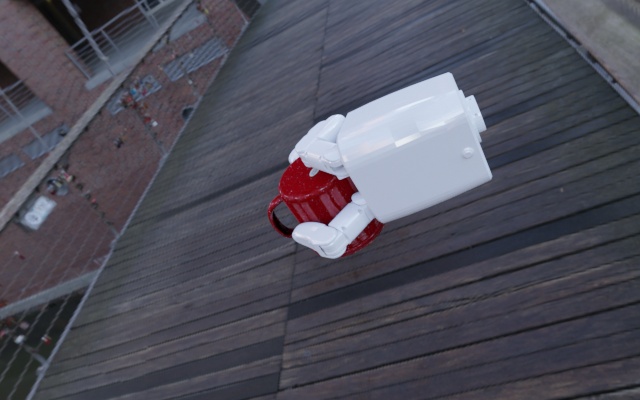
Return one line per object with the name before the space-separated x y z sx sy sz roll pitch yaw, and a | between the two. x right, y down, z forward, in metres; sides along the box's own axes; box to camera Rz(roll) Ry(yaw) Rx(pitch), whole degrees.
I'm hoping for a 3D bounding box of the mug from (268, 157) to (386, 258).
mug | -0.001 0.002 0.490 0.117 0.081 0.093 -22 36 18
